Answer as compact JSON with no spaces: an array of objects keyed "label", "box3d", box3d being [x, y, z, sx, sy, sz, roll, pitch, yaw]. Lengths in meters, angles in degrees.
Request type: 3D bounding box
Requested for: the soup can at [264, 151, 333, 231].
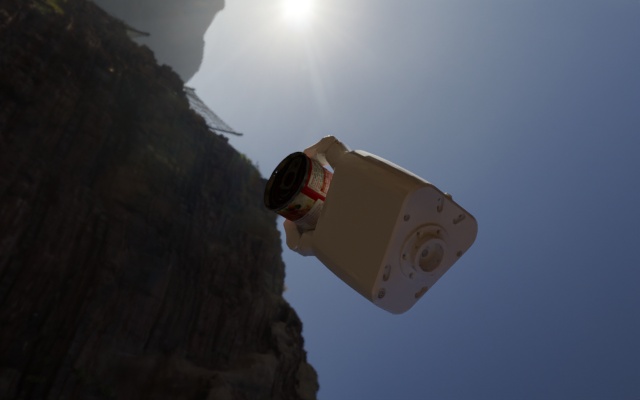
[{"label":"soup can","box3d":[0.000,0.002,0.512,0.102,0.068,0.068,31,-18,-33]}]
